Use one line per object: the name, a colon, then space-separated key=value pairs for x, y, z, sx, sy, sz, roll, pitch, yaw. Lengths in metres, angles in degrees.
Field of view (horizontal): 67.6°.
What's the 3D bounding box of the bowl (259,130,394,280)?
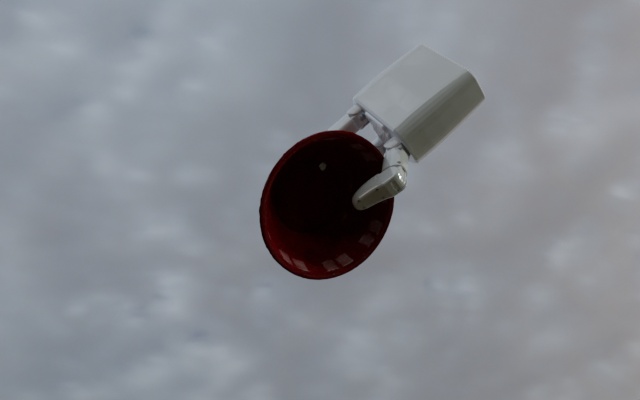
bowl: x=-0.001 y=0.002 z=0.521 sx=0.162 sy=0.162 sz=0.055 roll=0 pitch=13 yaw=-29
